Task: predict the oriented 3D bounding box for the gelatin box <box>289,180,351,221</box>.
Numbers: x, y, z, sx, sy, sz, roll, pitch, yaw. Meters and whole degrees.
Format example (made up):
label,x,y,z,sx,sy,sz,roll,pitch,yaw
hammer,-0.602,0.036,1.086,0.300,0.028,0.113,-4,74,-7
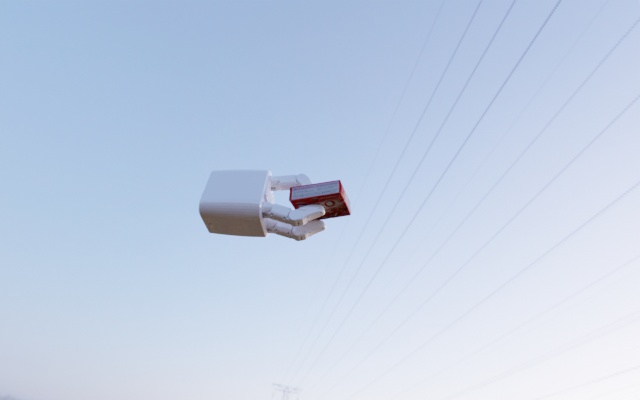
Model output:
label,x,y,z,sx,sy,sz,roll,pitch,yaw
gelatin box,0.000,0.002,0.800,0.089,0.030,0.073,-9,-34,13
